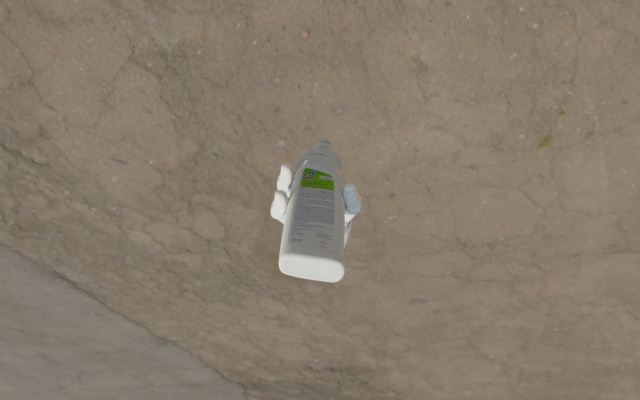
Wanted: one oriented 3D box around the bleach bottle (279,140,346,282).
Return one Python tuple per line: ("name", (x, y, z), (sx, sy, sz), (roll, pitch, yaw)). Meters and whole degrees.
("bleach bottle", (0.000, 0.003, 0.773), (0.102, 0.250, 0.068), (9, -37, 0))
